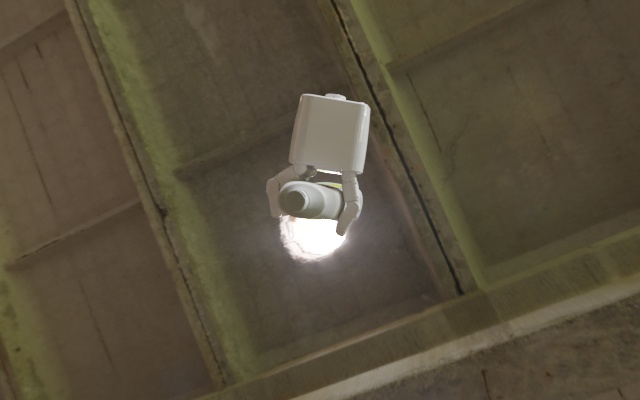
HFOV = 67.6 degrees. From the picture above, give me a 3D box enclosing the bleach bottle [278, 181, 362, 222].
[{"bbox_3d":[0.000,0.002,0.755,0.102,0.068,0.251,10,2,12],"label":"bleach bottle"}]
